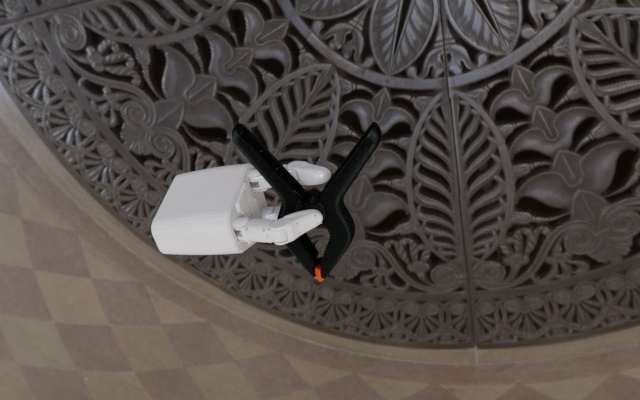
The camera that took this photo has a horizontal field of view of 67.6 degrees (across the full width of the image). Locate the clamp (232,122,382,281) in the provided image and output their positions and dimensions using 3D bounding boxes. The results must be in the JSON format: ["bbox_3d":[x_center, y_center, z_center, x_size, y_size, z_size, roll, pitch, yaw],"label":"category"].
[{"bbox_3d":[0.000,0.003,0.550,0.164,0.210,0.036,-4,29,18],"label":"clamp"}]
